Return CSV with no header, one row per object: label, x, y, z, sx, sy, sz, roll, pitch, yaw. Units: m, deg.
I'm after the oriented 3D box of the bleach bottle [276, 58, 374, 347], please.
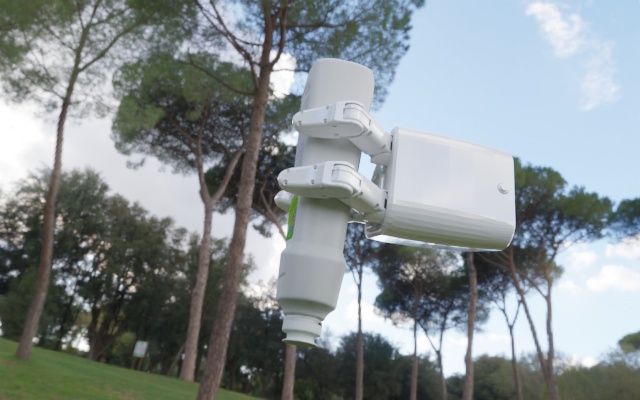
bleach bottle,0.000,0.001,0.428,0.068,0.250,0.103,11,-24,-4
